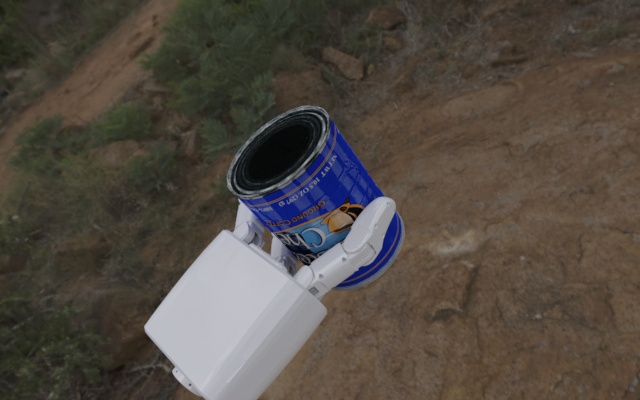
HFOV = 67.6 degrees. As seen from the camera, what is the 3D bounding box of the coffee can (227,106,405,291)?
[{"bbox_3d":[0.000,0.001,0.430,0.103,0.102,0.140,0,-39,42],"label":"coffee can"}]
